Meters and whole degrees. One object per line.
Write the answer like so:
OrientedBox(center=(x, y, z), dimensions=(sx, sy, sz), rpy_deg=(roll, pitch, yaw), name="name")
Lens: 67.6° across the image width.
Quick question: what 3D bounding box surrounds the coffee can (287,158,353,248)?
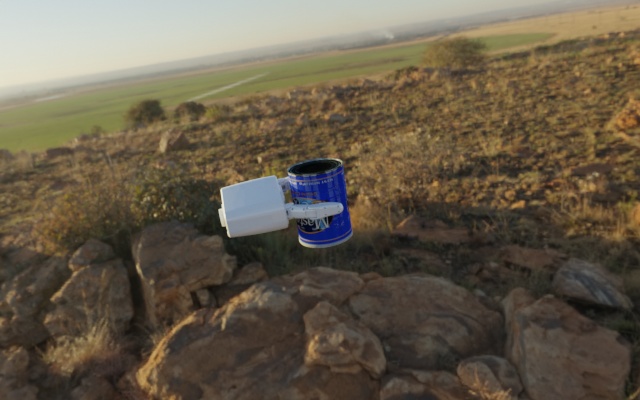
OrientedBox(center=(0.000, 0.003, 0.881), dimensions=(0.103, 0.140, 0.102), rpy_deg=(-8, 19, 3), name="coffee can")
